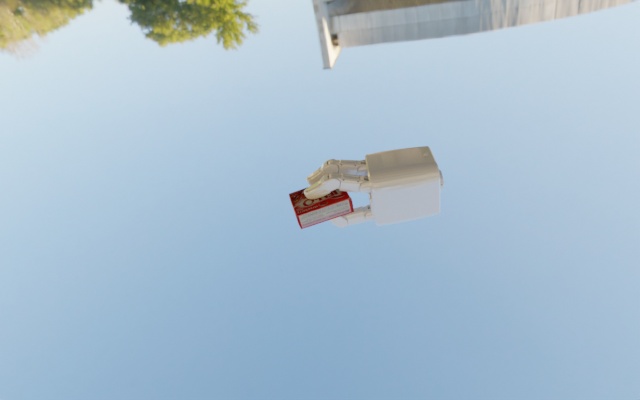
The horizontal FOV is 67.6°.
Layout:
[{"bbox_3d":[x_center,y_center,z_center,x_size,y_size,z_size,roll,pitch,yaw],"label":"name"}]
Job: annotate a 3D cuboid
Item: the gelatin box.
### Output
[{"bbox_3d":[0.000,0.003,0.755,0.089,0.030,0.073,-19,32,-4],"label":"gelatin box"}]
